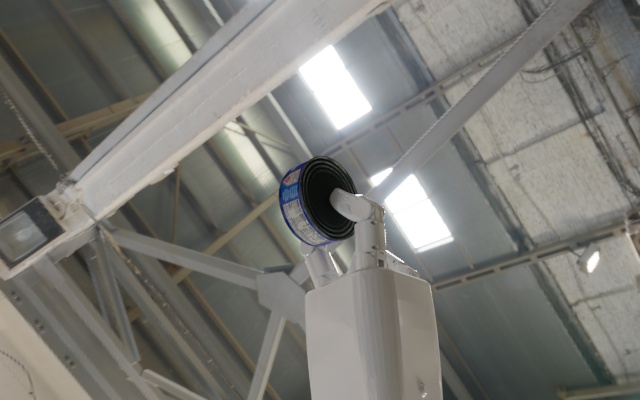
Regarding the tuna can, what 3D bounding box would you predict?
[{"bbox_3d":[0.000,0.002,0.472,0.034,0.086,0.086,-21,-14,39],"label":"tuna can"}]
